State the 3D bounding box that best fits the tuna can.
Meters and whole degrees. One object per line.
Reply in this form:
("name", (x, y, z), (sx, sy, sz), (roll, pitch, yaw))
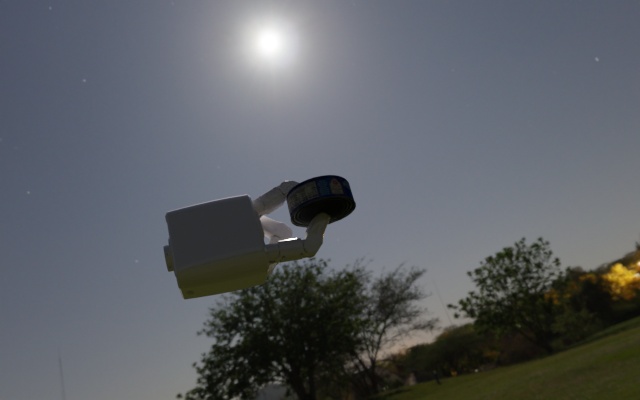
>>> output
("tuna can", (0.000, 0.001, 0.614), (0.086, 0.033, 0.086), (-12, -24, -6))
